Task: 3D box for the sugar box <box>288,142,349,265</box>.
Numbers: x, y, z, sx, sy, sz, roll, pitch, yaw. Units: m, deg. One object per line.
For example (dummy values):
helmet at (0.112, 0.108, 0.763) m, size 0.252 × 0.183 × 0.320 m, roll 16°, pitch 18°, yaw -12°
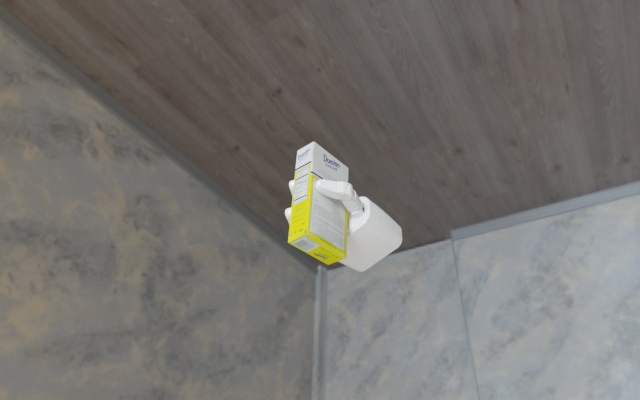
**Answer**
sugar box at (0.000, 0.003, 0.760) m, size 0.048 × 0.176 × 0.093 m, roll -27°, pitch -45°, yaw 33°
